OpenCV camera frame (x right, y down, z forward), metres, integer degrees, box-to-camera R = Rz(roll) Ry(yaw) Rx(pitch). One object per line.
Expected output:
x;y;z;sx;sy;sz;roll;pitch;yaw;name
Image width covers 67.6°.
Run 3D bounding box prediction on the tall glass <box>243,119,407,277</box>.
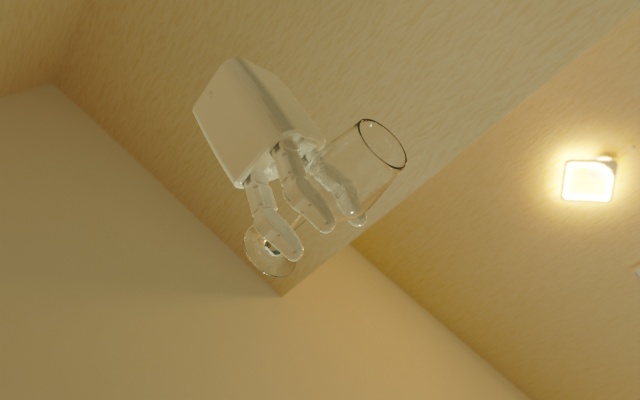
0.000;0.002;0.508;0.079;0.079;0.201;0;-34;-46;tall glass
